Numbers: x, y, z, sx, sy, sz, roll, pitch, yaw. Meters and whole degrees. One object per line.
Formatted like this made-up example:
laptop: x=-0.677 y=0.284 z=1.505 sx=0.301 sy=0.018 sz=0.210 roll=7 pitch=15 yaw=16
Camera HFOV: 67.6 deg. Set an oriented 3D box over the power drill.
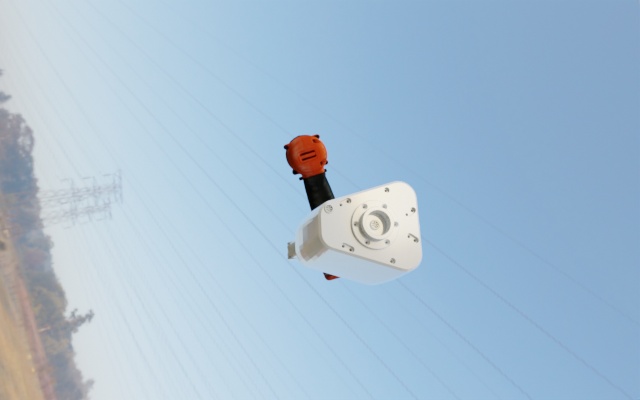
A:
power drill: x=0.000 y=0.003 z=0.644 sx=0.057 sy=0.187 sz=0.184 roll=-20 pitch=7 yaw=0
